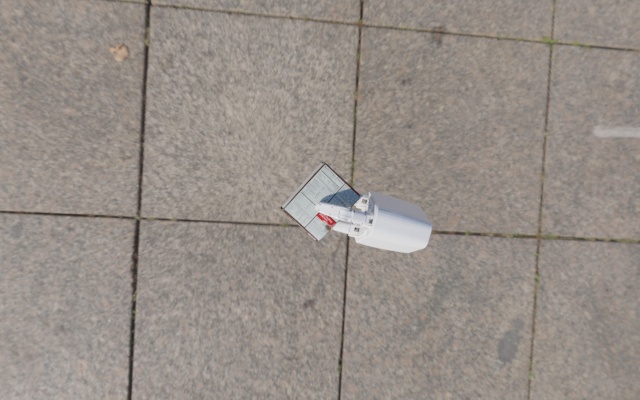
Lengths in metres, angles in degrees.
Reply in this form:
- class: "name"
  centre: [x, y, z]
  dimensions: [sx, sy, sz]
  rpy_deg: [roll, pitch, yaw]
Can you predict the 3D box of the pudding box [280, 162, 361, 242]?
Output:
- class: "pudding box"
  centre: [0.000, 0.003, 0.835]
  dimensions: [0.090, 0.113, 0.039]
  rpy_deg: [43, -4, -9]
